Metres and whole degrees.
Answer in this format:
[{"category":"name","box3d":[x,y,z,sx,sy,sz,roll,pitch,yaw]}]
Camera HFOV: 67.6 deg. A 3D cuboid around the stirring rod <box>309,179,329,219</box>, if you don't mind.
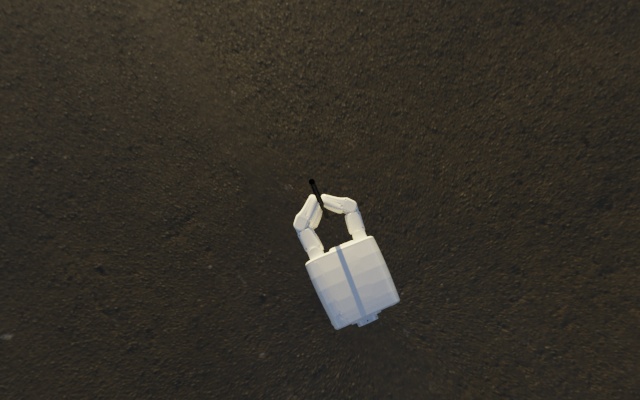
[{"category":"stirring rod","box3d":[0.000,0.002,0.727,0.011,0.011,0.239,0,-13,6]}]
